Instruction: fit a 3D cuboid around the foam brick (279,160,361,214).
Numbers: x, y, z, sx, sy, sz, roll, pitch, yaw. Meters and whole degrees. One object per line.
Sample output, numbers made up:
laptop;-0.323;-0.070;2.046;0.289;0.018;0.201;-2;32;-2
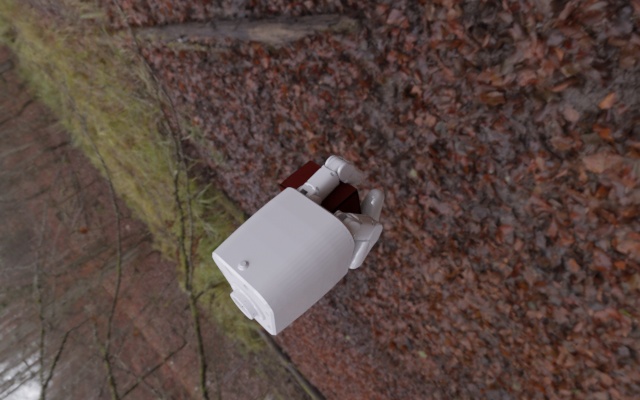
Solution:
foam brick;0.000;0.002;0.537;0.051;0.053;0.078;-40;53;-22
